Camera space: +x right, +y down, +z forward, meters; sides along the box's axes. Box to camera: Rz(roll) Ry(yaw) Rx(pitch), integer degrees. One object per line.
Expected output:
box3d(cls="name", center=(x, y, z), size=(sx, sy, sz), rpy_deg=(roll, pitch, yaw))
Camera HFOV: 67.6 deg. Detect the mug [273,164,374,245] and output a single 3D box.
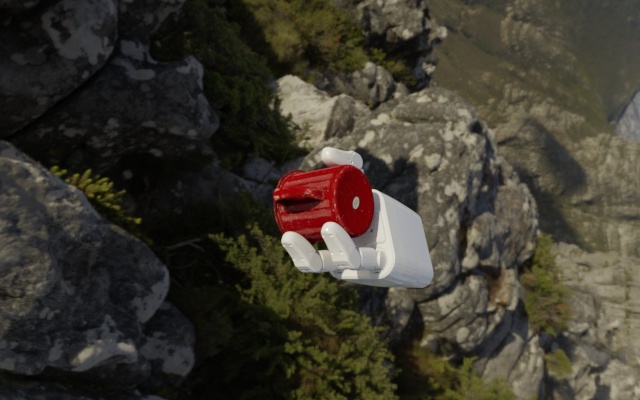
box3d(cls="mug", center=(-0.001, 0.001, 0.535), size=(0.081, 0.093, 0.117), rpy_deg=(-9, -19, 39))
